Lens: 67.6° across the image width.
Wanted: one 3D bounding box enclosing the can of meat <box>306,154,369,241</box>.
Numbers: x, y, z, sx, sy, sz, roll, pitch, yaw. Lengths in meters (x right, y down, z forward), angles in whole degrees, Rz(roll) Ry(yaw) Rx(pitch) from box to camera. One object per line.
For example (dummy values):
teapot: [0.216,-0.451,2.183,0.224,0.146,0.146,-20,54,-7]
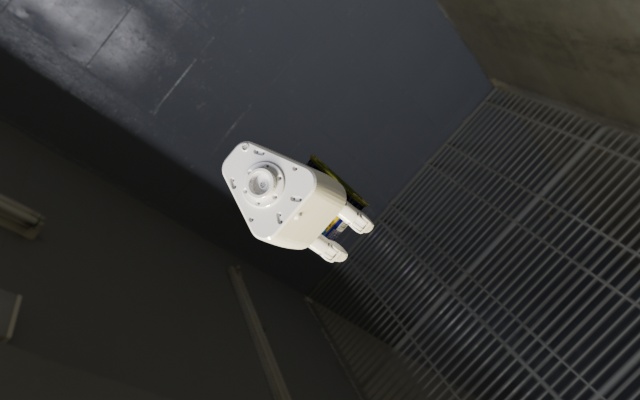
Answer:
can of meat: [0.000,0.002,0.650,0.102,0.084,0.057,43,6,16]
